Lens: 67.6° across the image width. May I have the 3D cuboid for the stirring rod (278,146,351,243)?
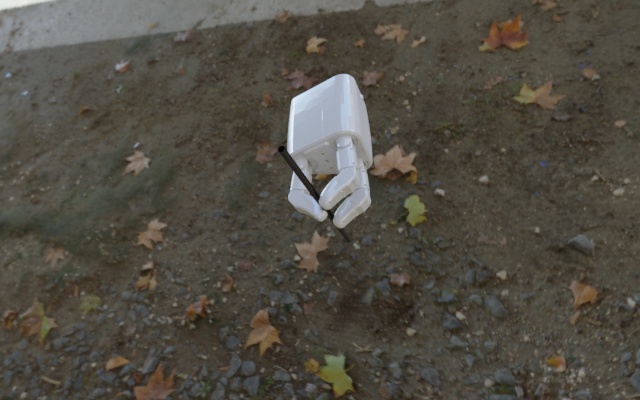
[{"bbox_3d":[0.000,0.002,0.593,0.011,0.011,0.240,0,-27,22],"label":"stirring rod"}]
